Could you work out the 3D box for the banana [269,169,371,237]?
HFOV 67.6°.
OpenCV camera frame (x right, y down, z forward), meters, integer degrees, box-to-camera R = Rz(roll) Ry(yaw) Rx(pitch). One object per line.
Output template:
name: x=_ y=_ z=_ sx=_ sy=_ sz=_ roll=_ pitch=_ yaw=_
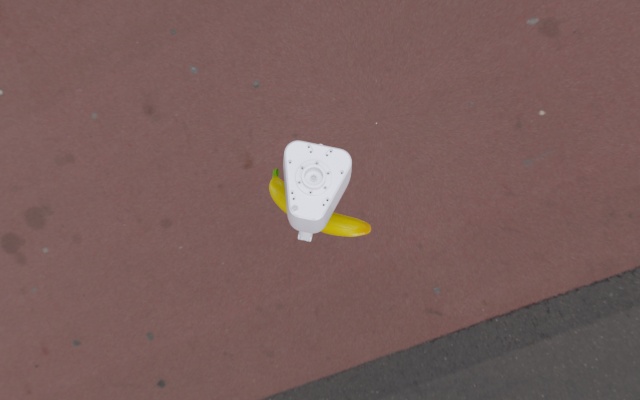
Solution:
banana: x=-0.013 y=0.013 z=0.784 sx=0.198 sy=0.069 sz=0.037 roll=33 pitch=-32 yaw=10
